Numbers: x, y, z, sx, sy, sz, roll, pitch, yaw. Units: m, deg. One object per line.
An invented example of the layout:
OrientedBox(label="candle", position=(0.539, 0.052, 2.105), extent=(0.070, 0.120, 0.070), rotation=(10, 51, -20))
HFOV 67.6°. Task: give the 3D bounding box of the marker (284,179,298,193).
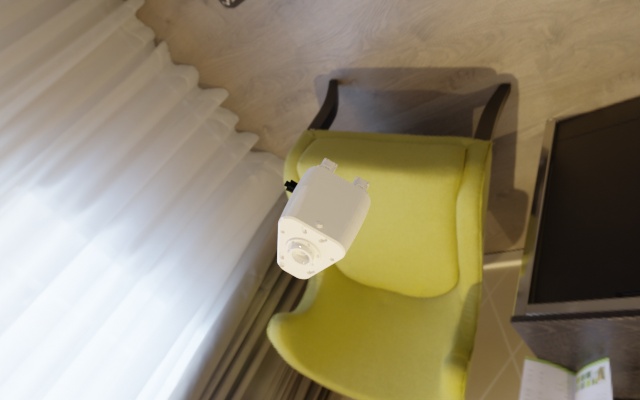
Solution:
OrientedBox(label="marker", position=(0.000, 0.002, 0.718), extent=(0.121, 0.020, 0.020), rotation=(29, 0, 0))
